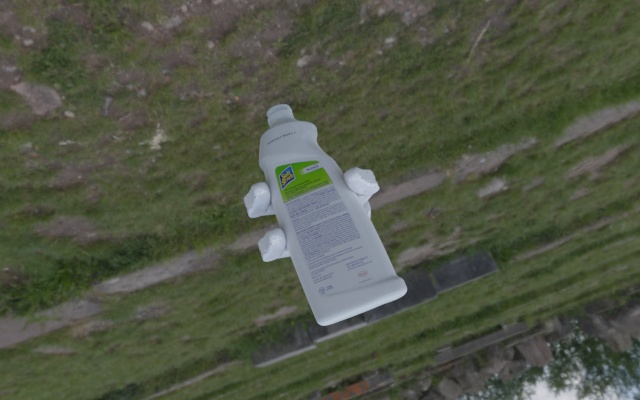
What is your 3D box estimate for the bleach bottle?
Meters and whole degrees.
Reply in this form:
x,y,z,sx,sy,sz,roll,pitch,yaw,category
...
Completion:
x,y,z,sx,sy,sz,roll,pitch,yaw,category
0.000,0.002,0.528,0.102,0.250,0.068,-20,-18,-1,bleach bottle
